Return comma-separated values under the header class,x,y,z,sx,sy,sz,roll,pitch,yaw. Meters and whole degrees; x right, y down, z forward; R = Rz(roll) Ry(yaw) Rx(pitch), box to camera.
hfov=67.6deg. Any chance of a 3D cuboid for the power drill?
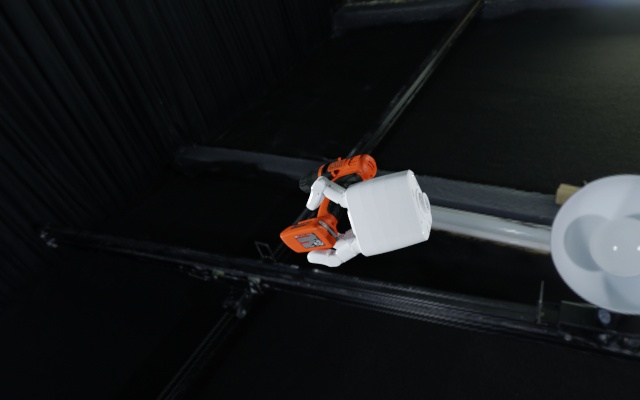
class,x,y,z,sx,sy,sz,roll,pitch,yaw
power drill,0.000,0.003,0.864,0.184,0.187,0.057,-16,-51,46
